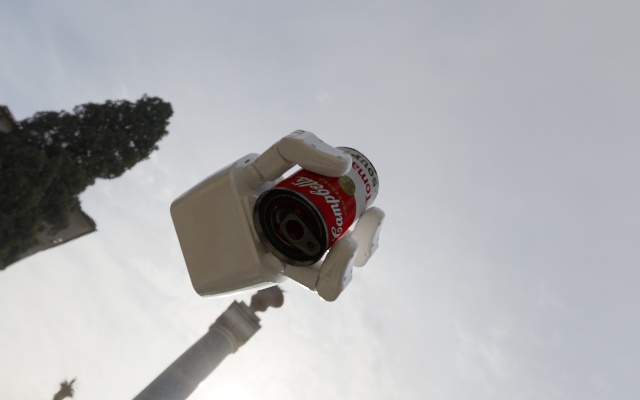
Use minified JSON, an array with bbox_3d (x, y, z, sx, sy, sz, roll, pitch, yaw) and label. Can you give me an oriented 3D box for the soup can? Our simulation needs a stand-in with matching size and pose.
[{"bbox_3d":[0.001,0.001,0.404,0.068,0.068,0.102,0,24,32],"label":"soup can"}]
